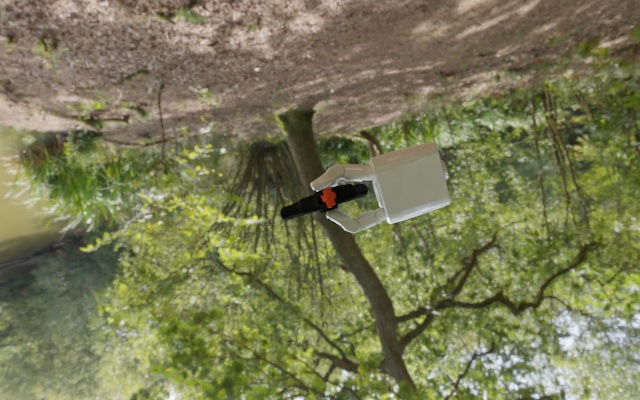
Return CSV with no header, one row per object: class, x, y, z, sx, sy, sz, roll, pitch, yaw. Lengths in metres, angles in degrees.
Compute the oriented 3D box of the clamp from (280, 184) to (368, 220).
clamp,0.001,0.003,0.785,0.164,0.036,0.210,-18,-1,4
